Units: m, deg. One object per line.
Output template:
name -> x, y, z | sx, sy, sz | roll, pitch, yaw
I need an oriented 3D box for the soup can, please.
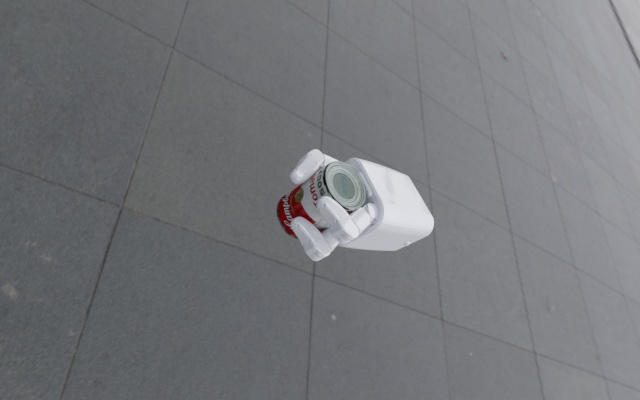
soup can -> 0.000, 0.002, 0.606 | 0.068, 0.068, 0.102 | 0, -24, -42
